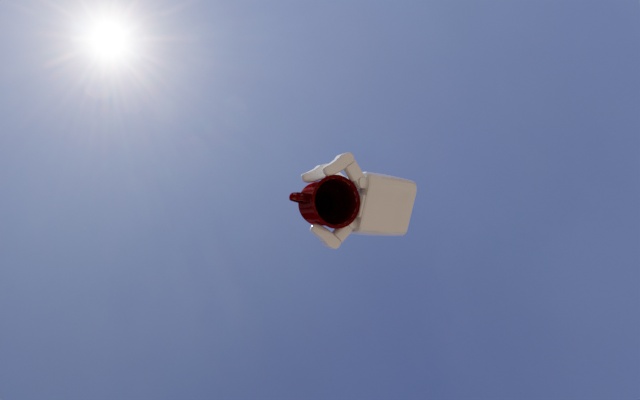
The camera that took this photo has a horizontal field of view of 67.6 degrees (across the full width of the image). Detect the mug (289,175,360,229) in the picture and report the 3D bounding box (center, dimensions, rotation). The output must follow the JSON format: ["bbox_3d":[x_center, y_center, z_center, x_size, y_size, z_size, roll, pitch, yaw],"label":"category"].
[{"bbox_3d":[-0.001,0.003,0.847,0.117,0.093,0.081,7,-6,-25],"label":"mug"}]
